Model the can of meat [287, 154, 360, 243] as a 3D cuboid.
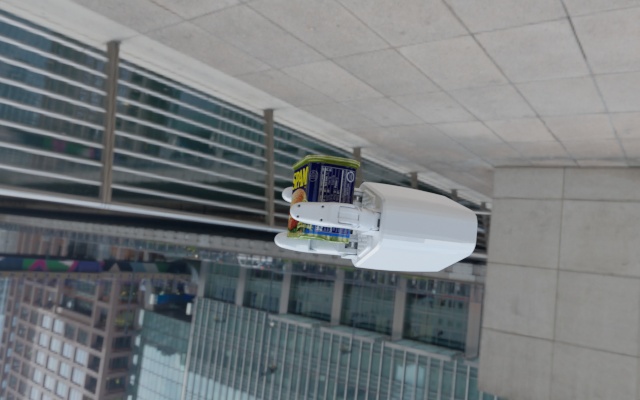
[{"bbox_3d":[0.000,0.002,0.514,0.057,0.084,0.102,7,-6,-15],"label":"can of meat"}]
